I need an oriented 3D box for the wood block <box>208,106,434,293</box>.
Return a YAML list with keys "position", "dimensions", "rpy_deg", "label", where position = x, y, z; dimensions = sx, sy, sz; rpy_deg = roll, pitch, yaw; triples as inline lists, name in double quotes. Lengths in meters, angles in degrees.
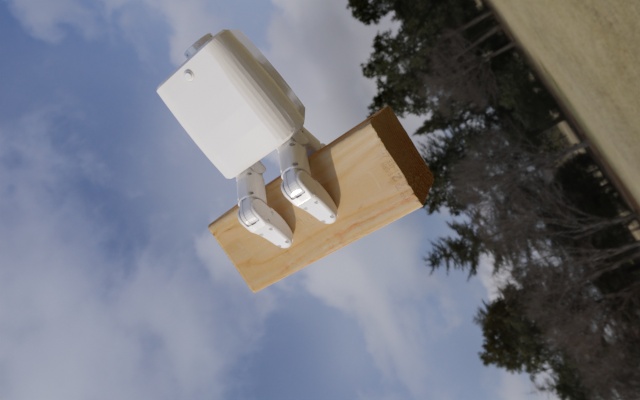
- position: [0.000, 0.001, 0.489]
  dimensions: [0.206, 0.090, 0.090]
  rpy_deg: [-30, 8, 27]
  label: "wood block"
